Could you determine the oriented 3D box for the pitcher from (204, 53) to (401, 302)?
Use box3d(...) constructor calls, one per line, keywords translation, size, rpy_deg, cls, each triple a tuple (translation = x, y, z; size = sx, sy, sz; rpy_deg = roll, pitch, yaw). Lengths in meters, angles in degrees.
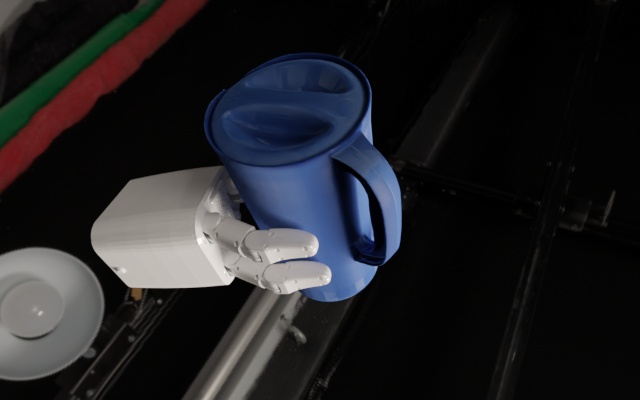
box3d(translation=(0.000, 0.001, 0.452), size=(0.145, 0.149, 0.243), rpy_deg=(-7, -40, 8), cls="pitcher")
